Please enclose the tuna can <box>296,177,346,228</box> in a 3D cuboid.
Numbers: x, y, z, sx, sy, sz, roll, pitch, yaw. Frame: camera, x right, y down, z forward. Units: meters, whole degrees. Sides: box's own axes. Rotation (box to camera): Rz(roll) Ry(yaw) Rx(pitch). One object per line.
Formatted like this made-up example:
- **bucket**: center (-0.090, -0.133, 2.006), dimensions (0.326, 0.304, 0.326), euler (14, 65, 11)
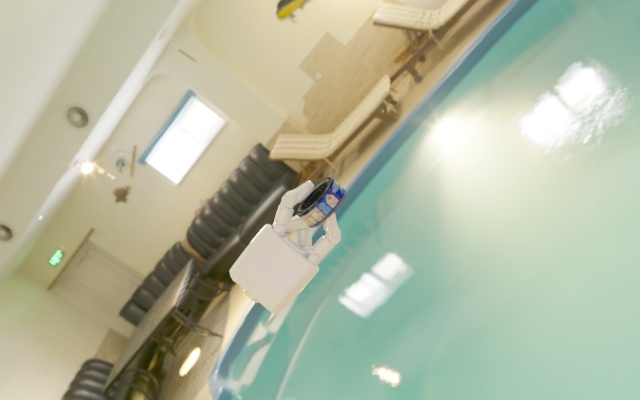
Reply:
- **tuna can**: center (0.000, 0.002, 0.783), dimensions (0.034, 0.086, 0.086), euler (44, -14, -15)
